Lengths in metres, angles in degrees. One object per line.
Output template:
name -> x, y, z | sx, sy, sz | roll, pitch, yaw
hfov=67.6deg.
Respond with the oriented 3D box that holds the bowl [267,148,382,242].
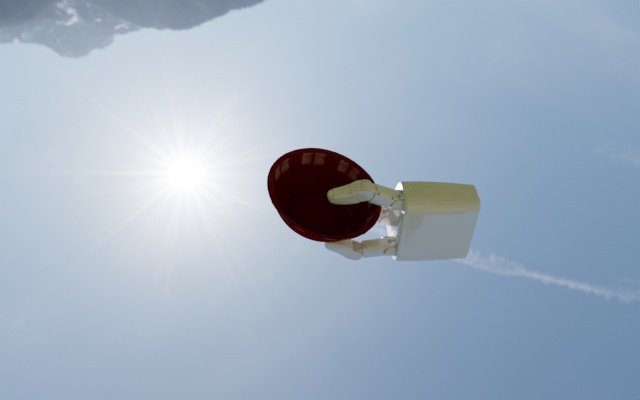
bowl -> -0.001, 0.002, 0.664 | 0.162, 0.162, 0.055 | 0, -38, -21
